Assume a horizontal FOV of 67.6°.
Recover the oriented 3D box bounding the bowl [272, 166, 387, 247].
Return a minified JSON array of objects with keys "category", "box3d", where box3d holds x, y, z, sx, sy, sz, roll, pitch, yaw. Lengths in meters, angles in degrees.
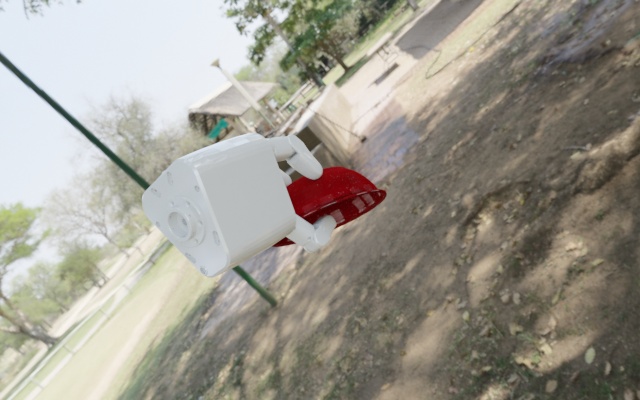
[{"category":"bowl","box3d":[0.001,0.002,0.608,0.162,0.055,0.162,-22,-14,-6]}]
